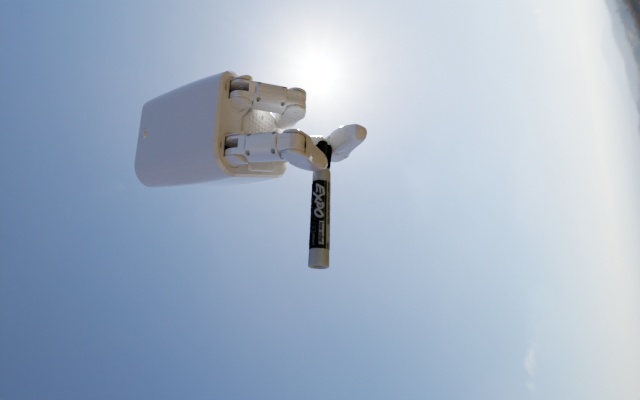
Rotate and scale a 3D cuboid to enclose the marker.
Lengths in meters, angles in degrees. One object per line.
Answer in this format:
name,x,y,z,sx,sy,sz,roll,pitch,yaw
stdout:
marker,0.000,0.001,0.436,0.020,0.121,0.020,2,-19,1
